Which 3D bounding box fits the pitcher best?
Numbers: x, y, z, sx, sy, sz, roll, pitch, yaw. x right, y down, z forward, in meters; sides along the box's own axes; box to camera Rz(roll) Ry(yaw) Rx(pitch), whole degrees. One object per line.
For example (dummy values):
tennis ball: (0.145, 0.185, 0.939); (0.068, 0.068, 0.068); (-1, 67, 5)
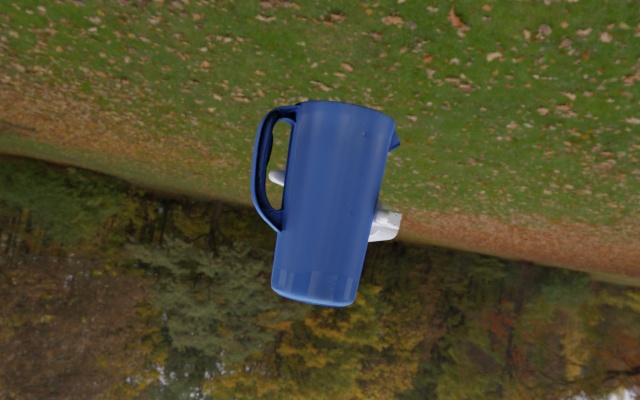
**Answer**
pitcher: (0.000, 0.002, 0.604); (0.149, 0.243, 0.145); (9, -4, 24)
